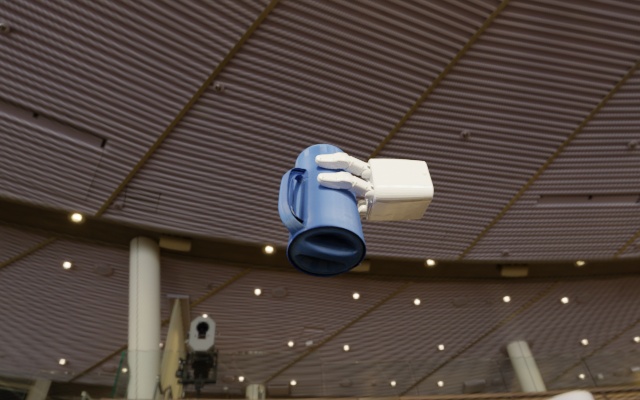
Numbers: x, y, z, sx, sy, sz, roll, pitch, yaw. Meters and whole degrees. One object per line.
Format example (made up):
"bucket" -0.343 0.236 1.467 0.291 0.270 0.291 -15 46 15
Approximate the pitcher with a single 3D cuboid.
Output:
"pitcher" 0.000 0.003 0.871 0.145 0.149 0.242 -1 44 -2
